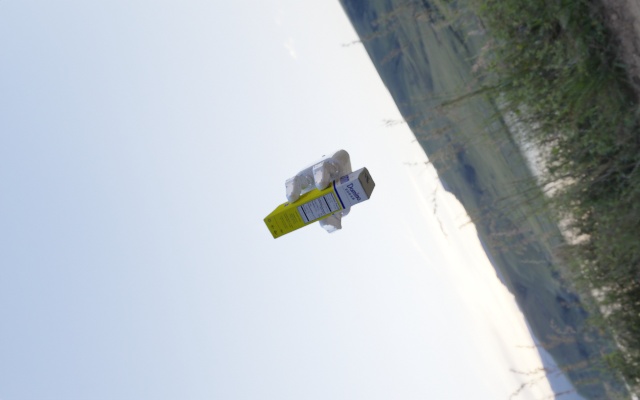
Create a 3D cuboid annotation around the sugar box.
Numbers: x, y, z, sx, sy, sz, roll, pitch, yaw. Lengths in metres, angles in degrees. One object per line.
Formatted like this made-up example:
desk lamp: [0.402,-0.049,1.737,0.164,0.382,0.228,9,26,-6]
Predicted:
sugar box: [0.000,0.002,0.789,0.176,0.048,0.093,-26,9,18]
